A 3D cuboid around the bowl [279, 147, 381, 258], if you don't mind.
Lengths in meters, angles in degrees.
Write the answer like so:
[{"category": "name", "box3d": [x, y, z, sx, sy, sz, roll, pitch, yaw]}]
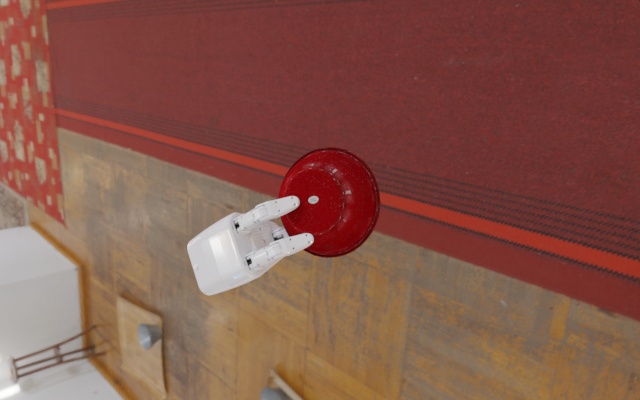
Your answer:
[{"category": "bowl", "box3d": [0.001, 0.001, 0.674, 0.162, 0.162, 0.055, 0, -1, 23]}]
